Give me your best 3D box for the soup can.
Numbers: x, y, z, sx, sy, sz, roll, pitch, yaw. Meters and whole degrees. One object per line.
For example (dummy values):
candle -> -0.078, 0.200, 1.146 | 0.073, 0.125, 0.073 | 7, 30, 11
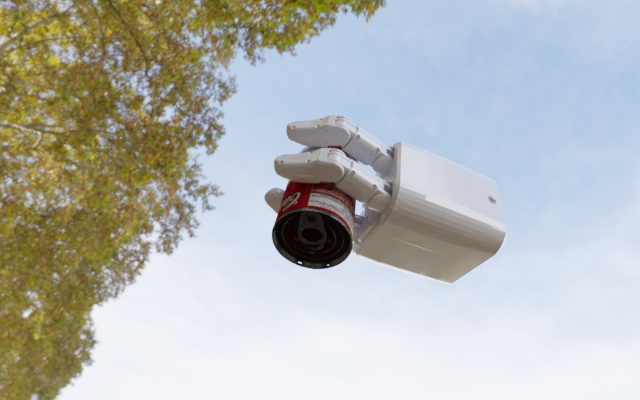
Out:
soup can -> 0.000, 0.001, 0.431 | 0.068, 0.069, 0.102 | 0, 40, 11
